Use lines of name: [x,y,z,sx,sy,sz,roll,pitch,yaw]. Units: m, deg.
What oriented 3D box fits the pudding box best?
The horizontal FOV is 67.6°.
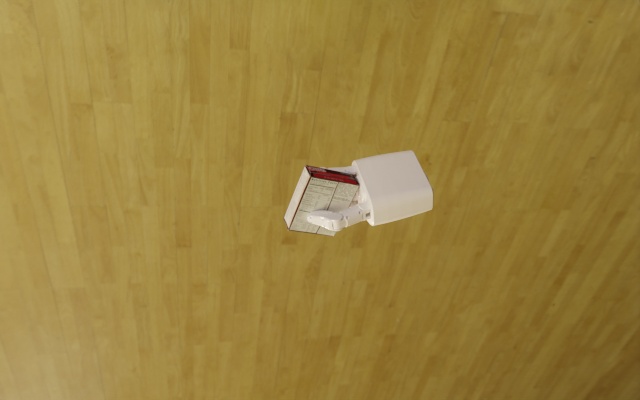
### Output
pudding box: [0.000,0.003,0.782,0.090,0.113,0.039,10,30,-24]
